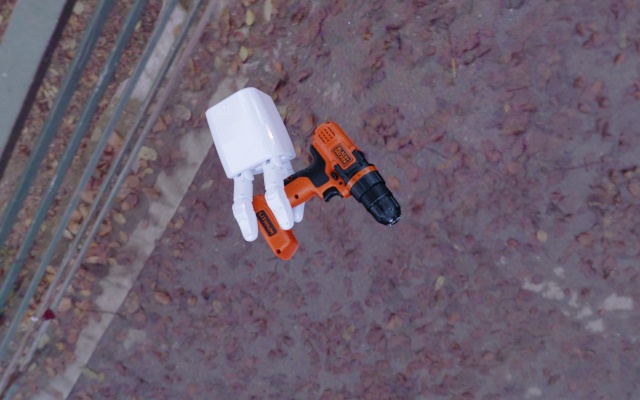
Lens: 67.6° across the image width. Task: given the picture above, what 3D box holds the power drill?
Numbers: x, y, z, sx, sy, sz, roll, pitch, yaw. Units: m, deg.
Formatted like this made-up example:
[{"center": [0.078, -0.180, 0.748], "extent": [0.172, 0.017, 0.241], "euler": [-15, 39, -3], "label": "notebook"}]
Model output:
[{"center": [0.000, 0.002, 0.693], "extent": [0.187, 0.184, 0.057], "euler": [-38, -23, 5], "label": "power drill"}]
